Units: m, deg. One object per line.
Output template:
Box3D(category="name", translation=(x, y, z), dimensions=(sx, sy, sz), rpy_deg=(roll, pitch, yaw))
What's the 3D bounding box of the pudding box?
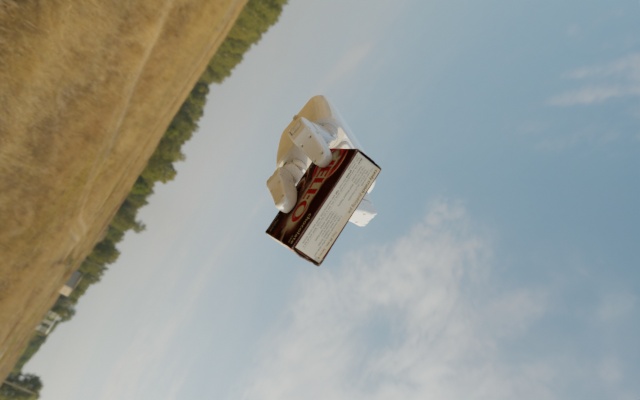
Box3D(category="pudding box", translation=(0.000, 0.002, 0.474), dimensions=(0.039, 0.113, 0.090), rpy_deg=(34, -7, -21))
